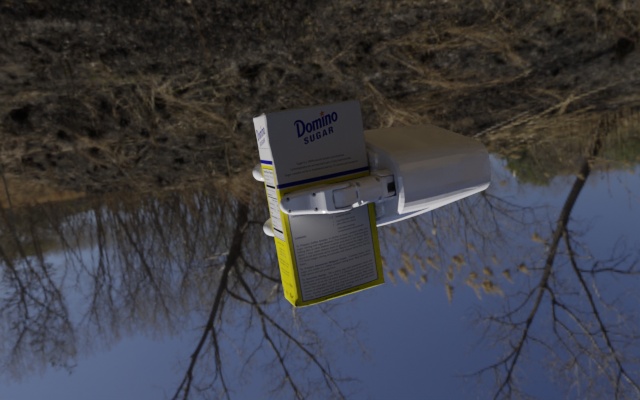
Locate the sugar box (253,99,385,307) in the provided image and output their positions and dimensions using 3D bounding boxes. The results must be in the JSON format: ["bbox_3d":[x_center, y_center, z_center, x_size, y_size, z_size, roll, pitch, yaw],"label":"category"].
[{"bbox_3d":[0.000,0.001,0.443,0.093,0.176,0.048,-12,8,-22],"label":"sugar box"}]
